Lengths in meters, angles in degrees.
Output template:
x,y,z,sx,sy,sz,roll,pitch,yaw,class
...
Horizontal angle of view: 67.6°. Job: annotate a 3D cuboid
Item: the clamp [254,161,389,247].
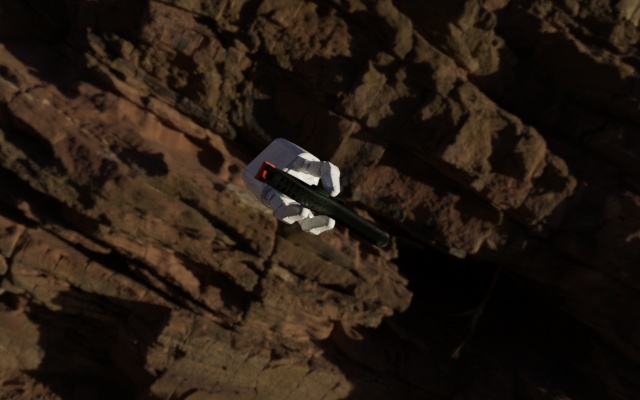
x,y,z,sx,sy,sz,roll,pitch,yaw,class
0.000,0.001,0.710,0.210,0.036,0.164,27,6,-37,clamp
